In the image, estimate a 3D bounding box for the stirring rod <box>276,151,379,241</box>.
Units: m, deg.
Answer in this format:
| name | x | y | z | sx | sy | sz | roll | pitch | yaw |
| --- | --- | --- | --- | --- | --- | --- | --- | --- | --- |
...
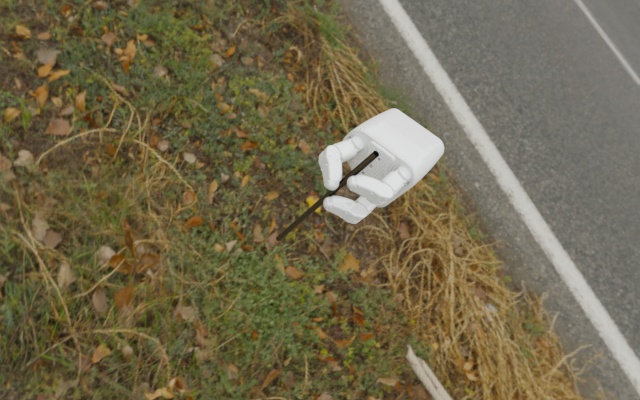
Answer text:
| name | x | y | z | sx | sy | sz | roll | pitch | yaw |
| --- | --- | --- | --- | --- | --- | --- | --- | --- | --- |
| stirring rod | 0.000 | 0.002 | 0.626 | 0.011 | 0.011 | 0.240 | 0 | -27 | -36 |
